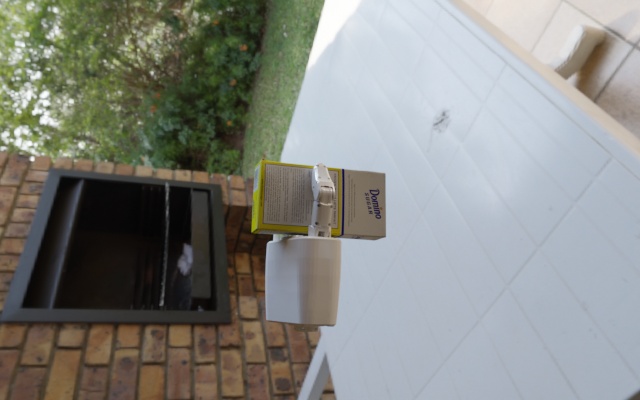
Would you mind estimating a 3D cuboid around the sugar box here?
[{"bbox_3d":[0.000,0.002,0.639,0.176,0.093,0.048,6,-13,-19],"label":"sugar box"}]
